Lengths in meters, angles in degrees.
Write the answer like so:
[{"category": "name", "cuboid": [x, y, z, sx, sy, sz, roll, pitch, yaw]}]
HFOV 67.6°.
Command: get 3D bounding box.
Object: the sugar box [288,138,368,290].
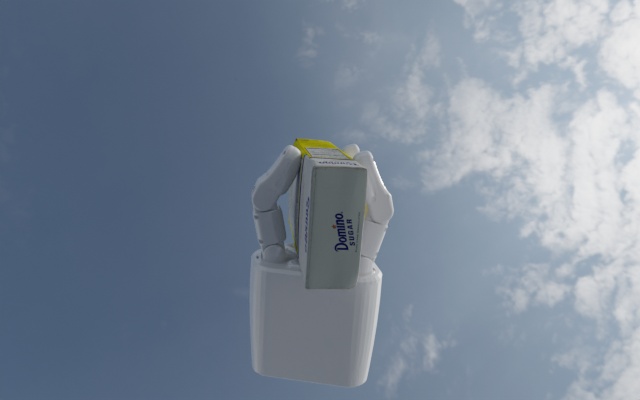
[{"category": "sugar box", "cuboid": [0.001, 0.002, 0.419, 0.048, 0.093, 0.176, 1, 14, -10]}]
